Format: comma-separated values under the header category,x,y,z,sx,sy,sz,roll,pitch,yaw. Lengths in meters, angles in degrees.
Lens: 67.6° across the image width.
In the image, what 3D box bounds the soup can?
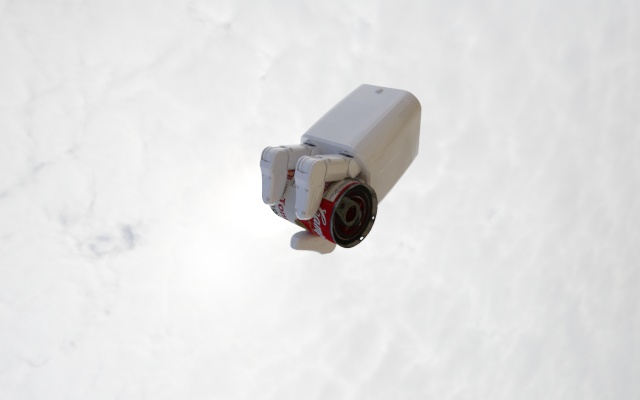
category,x,y,z,sx,sy,sz,roll,pitch,yaw
soup can,0.000,0.002,0.504,0.102,0.068,0.068,22,15,41
